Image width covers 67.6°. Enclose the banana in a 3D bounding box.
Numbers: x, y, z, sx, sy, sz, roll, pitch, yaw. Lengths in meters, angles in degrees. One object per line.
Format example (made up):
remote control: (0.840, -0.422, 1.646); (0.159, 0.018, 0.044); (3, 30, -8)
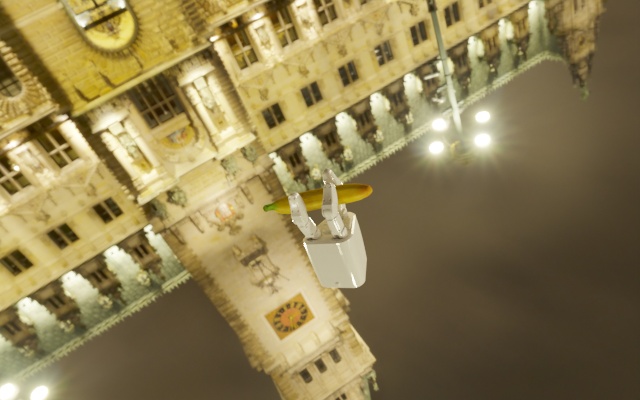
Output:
banana: (-0.002, -0.001, 0.876); (0.198, 0.037, 0.069); (-12, 12, 7)
